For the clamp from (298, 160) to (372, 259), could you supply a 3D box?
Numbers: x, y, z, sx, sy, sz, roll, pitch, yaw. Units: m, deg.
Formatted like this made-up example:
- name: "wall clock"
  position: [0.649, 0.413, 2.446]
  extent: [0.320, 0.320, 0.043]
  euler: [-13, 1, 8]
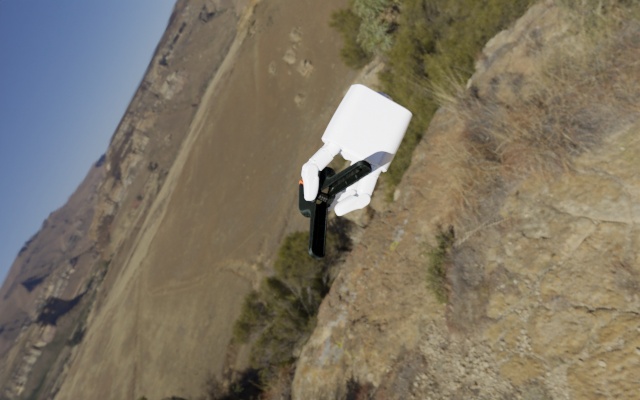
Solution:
- name: "clamp"
  position: [-0.001, 0.002, 0.790]
  extent: [0.036, 0.164, 0.210]
  euler: [28, -2, -22]
